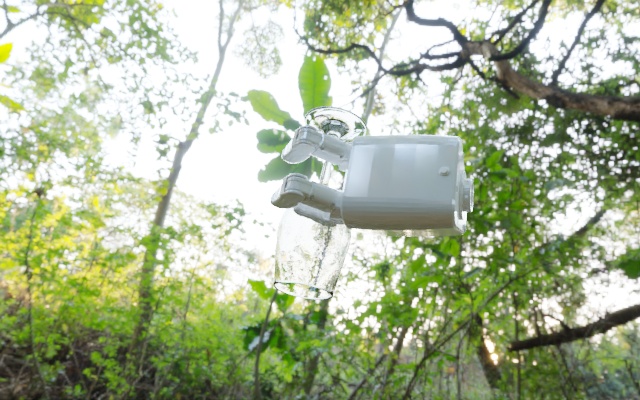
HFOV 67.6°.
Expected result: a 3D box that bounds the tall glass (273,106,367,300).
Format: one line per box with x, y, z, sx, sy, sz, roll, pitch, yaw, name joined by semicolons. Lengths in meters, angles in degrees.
0.000;0.001;0.518;0.079;0.201;0.079;10;-23;4;tall glass
